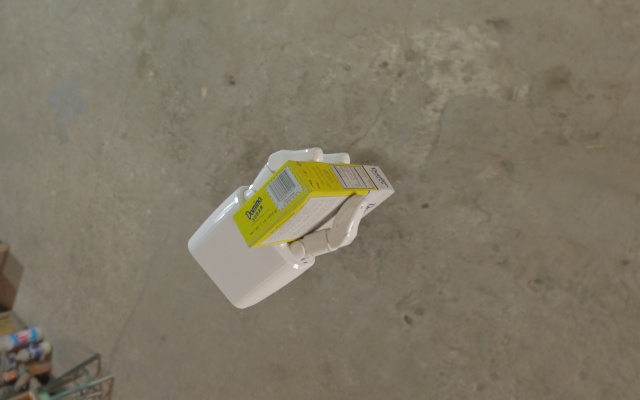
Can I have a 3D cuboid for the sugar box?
[{"bbox_3d":[0.000,0.001,0.517,0.093,0.048,0.176,-41,-18,27],"label":"sugar box"}]
